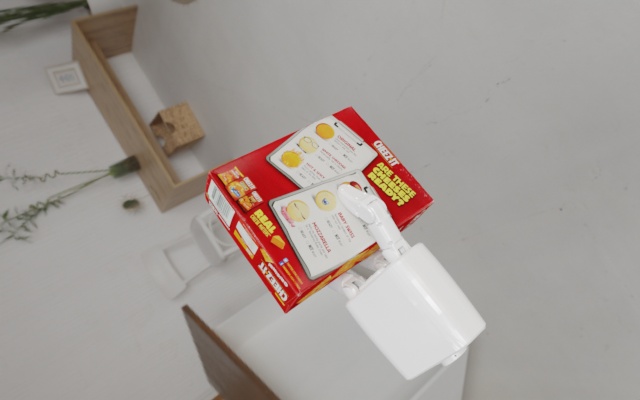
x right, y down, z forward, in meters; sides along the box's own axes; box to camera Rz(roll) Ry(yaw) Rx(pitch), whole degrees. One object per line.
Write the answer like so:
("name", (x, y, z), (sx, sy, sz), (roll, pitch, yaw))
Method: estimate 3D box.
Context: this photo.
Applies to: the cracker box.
("cracker box", (0.000, 0.002, 0.558), (0.213, 0.164, 0.072), (-30, -16, -31))
